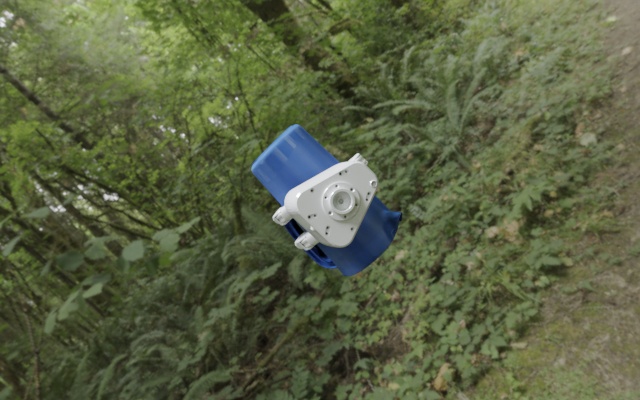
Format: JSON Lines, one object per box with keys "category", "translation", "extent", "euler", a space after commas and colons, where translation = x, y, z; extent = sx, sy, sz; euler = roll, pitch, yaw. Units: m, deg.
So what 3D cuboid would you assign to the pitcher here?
{"category": "pitcher", "translation": [0.000, 0.003, 0.784], "extent": [0.149, 0.243, 0.145], "euler": [-45, 7, -7]}
